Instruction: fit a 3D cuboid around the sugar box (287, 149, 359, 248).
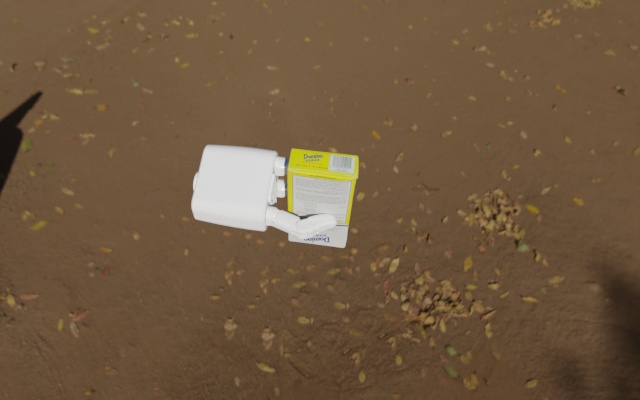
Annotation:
[{"bbox_3d":[0.000,0.002,0.694,0.093,0.048,0.176,7,-34,1],"label":"sugar box"}]
